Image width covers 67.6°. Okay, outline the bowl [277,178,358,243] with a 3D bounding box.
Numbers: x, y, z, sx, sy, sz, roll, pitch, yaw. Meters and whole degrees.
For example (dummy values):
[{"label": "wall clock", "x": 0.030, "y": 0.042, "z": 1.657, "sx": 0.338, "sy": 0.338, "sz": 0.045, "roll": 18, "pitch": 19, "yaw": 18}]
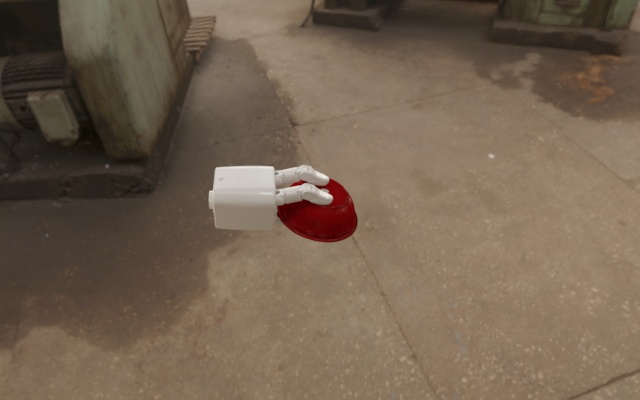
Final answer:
[{"label": "bowl", "x": 0.001, "y": 0.003, "z": 0.890, "sx": 0.162, "sy": 0.055, "sz": 0.162, "roll": 12, "pitch": 38, "yaw": -9}]
